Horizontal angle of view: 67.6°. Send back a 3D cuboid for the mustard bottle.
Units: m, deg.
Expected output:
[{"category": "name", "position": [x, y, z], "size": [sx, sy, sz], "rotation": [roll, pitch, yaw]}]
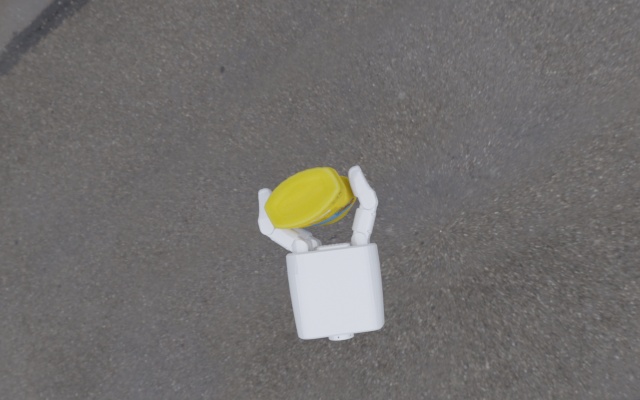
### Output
[{"category": "mustard bottle", "position": [0.000, 0.002, 0.639], "size": [0.096, 0.058, 0.191], "rotation": [-32, -10, 10]}]
